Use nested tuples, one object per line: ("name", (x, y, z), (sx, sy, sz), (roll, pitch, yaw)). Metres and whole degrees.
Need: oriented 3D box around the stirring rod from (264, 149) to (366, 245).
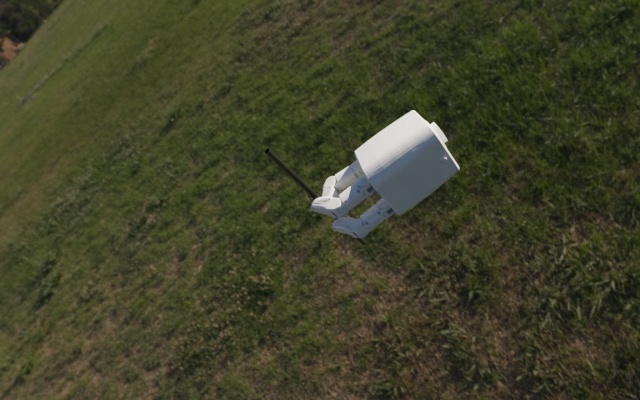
("stirring rod", (0.000, 0.002, 0.685), (0.011, 0.011, 0.240), (0, -33, 43))
